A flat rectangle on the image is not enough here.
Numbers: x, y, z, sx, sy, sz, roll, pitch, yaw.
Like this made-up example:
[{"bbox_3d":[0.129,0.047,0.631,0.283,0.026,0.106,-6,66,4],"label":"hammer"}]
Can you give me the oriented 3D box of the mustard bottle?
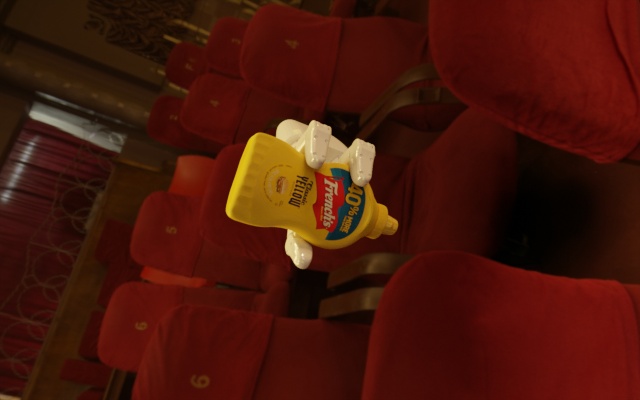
[{"bbox_3d":[0.000,0.002,0.530,0.191,0.096,0.058,19,-8,-18],"label":"mustard bottle"}]
